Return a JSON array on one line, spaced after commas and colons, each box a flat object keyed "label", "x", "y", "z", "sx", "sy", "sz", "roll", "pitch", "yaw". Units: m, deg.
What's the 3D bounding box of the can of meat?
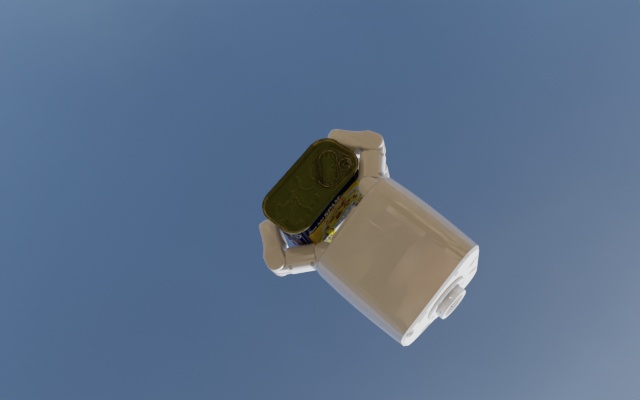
[{"label": "can of meat", "x": 0.000, "y": 0.002, "z": 0.488, "sx": 0.057, "sy": 0.102, "sz": 0.084, "roll": 35, "pitch": -12, "yaw": 27}]
